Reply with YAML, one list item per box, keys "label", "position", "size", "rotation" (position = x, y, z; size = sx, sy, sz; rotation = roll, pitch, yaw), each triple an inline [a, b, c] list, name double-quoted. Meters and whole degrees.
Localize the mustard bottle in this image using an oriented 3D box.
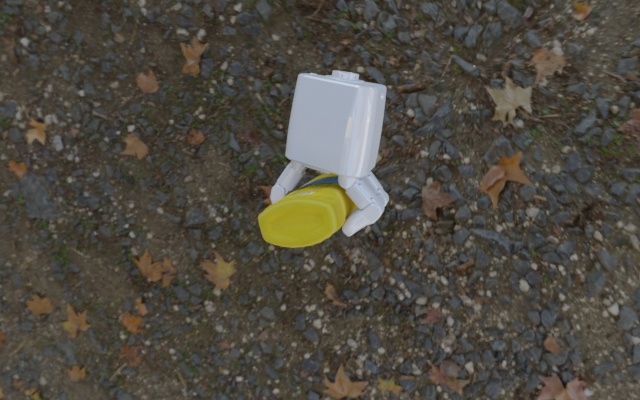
- label: "mustard bottle"
  position: [0.000, 0.002, 0.617]
  size: [0.096, 0.058, 0.191]
  rotation: [-11, 11, 20]
